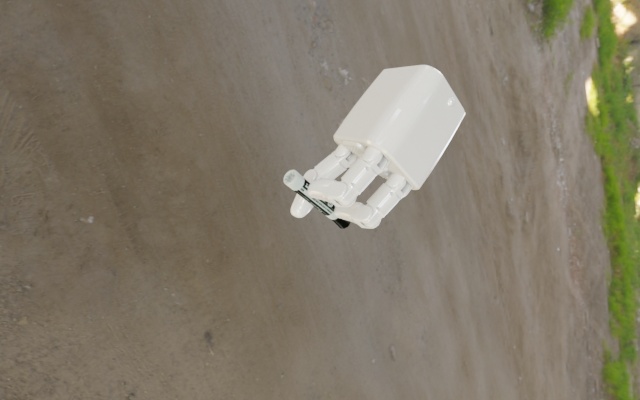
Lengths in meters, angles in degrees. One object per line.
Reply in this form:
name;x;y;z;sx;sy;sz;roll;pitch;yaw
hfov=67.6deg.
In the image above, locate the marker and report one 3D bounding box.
marker;0.000;0.002;0.562;0.020;0.020;0.121;0;-27;39
